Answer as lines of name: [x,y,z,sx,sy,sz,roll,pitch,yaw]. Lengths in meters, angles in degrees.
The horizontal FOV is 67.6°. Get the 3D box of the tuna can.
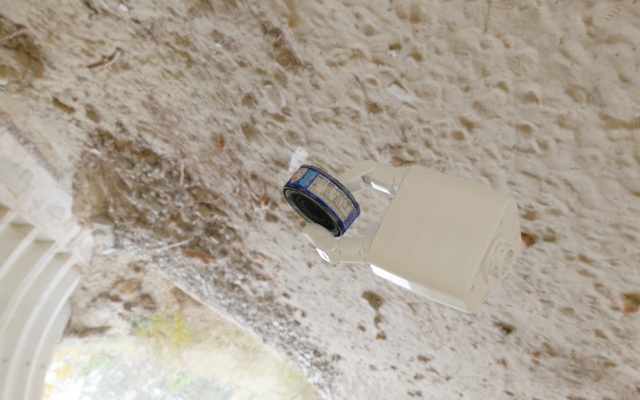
tuna can: [0.000,0.002,0.526,0.086,0.033,0.086,35,-18,13]
